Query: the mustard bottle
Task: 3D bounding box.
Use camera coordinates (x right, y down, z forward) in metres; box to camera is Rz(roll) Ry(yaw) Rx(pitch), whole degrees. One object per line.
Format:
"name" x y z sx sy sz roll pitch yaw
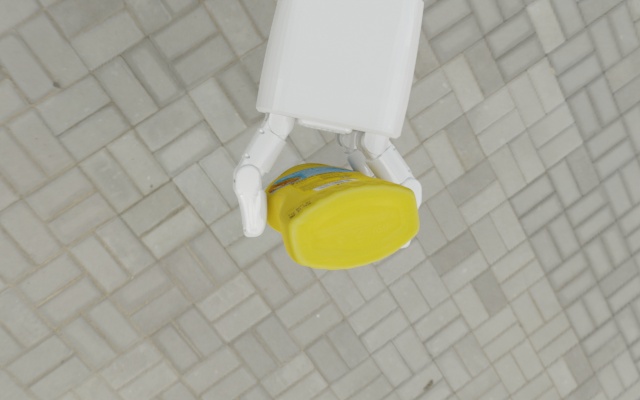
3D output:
"mustard bottle" 0.000 0.002 0.410 0.096 0.058 0.191 -16 14 -13
